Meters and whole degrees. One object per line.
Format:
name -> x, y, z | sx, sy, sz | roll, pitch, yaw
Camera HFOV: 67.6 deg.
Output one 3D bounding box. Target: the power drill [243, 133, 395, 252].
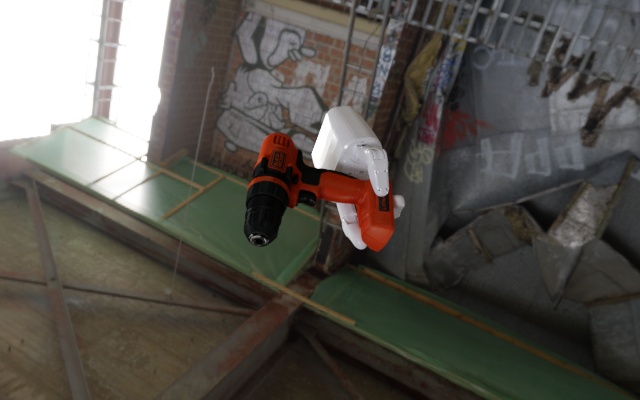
power drill -> 0.001, 0.002, 0.609 | 0.187, 0.184, 0.057 | 19, -45, -13
